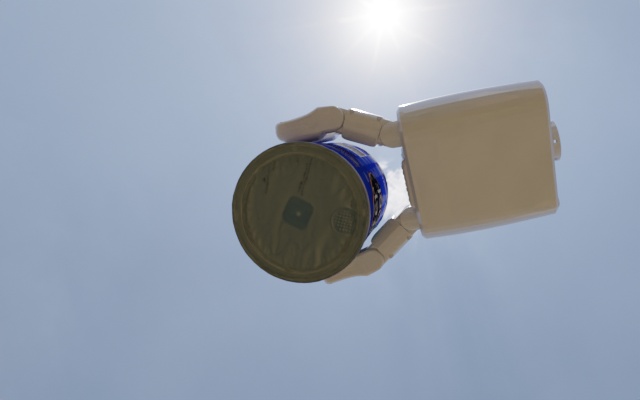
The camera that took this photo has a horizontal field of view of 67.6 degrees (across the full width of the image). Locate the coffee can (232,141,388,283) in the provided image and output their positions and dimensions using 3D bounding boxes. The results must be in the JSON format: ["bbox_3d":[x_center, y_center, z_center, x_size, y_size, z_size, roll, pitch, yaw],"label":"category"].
[{"bbox_3d":[0.000,0.001,0.407,0.103,0.103,0.140,0,7,14],"label":"coffee can"}]
